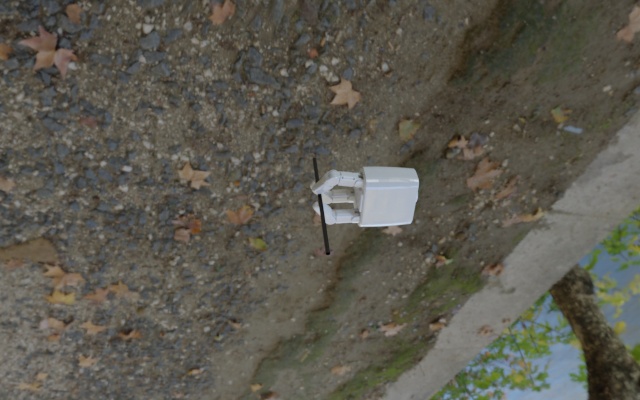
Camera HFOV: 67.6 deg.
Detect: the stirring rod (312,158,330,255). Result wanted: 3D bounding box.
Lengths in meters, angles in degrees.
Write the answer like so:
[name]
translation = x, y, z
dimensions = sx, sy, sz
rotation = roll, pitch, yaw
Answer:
[stirring rod]
translation = 0.000, 0.003, 0.890
dimensions = 0.011, 0.239, 0.011
rotation = -4, -43, -4
